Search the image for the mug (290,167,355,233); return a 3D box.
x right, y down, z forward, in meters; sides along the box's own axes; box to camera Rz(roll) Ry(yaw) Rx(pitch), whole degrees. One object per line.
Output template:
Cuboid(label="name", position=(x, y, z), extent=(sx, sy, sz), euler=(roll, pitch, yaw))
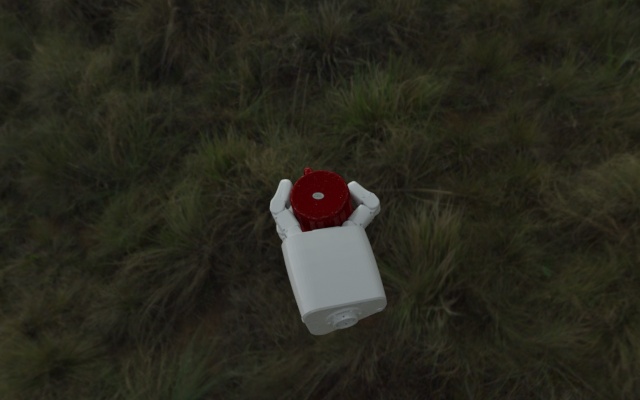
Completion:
Cuboid(label="mug", position=(0.000, 0.001, 0.675), extent=(0.093, 0.117, 0.082), euler=(-18, -33, -3))
